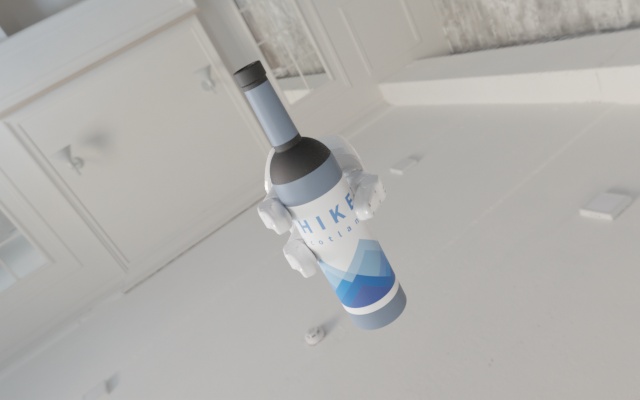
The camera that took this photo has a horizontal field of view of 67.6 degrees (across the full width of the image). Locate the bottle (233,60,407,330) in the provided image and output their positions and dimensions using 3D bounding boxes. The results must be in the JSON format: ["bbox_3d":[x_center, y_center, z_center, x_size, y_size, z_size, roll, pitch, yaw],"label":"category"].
[{"bbox_3d":[0.000,0.002,0.477,0.069,0.296,0.069,-24,23,11],"label":"bottle"}]
